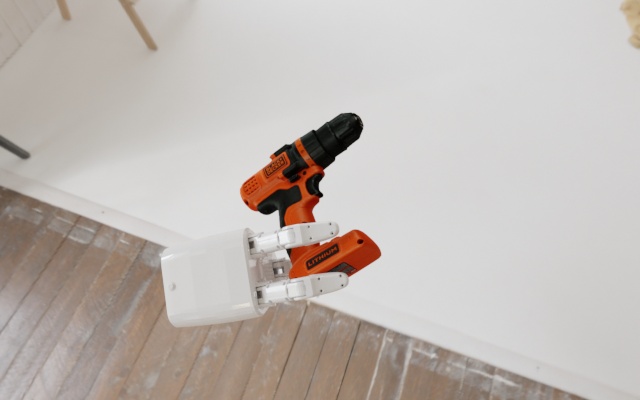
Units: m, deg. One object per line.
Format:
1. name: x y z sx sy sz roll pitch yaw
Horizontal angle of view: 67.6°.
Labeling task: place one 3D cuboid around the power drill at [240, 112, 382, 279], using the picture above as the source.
1. power drill: 0.000 0.002 0.571 0.184 0.187 0.057 -36 -36 16
